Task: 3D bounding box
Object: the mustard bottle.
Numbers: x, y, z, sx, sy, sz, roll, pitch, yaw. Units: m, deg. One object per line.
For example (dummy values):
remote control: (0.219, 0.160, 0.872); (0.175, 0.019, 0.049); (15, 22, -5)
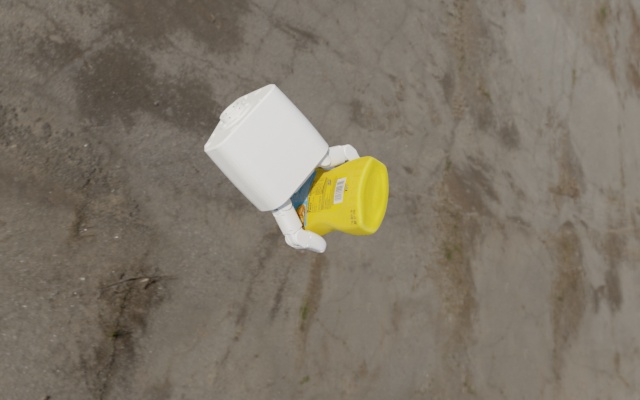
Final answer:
mustard bottle: (0.001, 0.002, 0.645); (0.058, 0.096, 0.191); (24, -22, -39)
